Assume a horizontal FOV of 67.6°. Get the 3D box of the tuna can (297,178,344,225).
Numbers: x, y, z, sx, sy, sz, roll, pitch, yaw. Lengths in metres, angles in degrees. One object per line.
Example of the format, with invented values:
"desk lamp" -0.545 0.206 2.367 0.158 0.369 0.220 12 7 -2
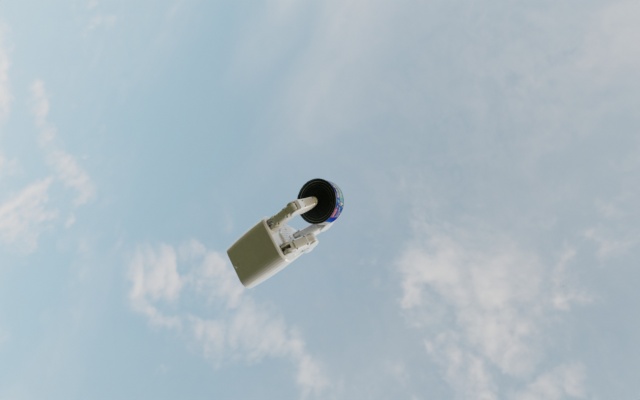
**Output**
"tuna can" 0.000 0.003 0.894 0.086 0.086 0.034 0 -6 32
